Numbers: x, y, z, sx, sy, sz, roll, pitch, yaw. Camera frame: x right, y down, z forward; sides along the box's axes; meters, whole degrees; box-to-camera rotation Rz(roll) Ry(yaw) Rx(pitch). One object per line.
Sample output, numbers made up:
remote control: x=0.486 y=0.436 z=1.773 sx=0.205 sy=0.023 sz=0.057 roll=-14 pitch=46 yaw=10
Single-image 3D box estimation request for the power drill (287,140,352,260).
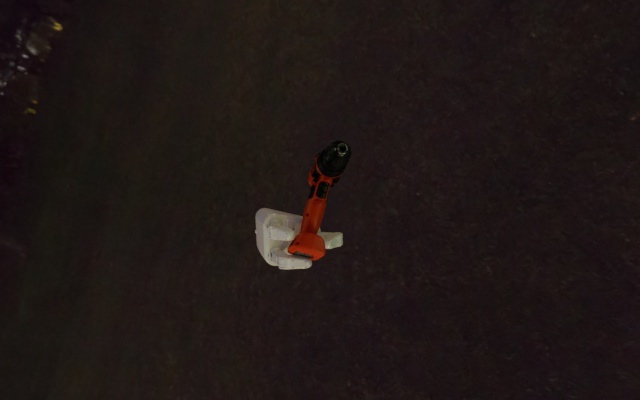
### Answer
power drill: x=0.000 y=0.003 z=0.820 sx=0.057 sy=0.187 sz=0.184 roll=17 pitch=-16 yaw=-6
